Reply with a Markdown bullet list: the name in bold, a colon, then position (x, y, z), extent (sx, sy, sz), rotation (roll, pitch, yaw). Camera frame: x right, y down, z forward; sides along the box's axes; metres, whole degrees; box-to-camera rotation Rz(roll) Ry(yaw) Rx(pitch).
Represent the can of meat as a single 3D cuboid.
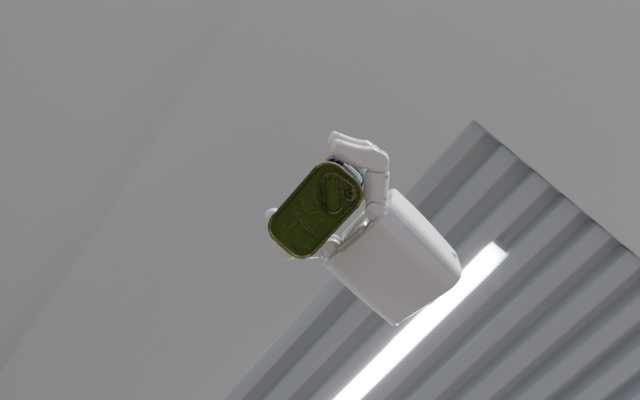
- **can of meat**: position (0.000, 0.002, 0.504), extent (0.057, 0.102, 0.084), rotation (41, 16, -2)
